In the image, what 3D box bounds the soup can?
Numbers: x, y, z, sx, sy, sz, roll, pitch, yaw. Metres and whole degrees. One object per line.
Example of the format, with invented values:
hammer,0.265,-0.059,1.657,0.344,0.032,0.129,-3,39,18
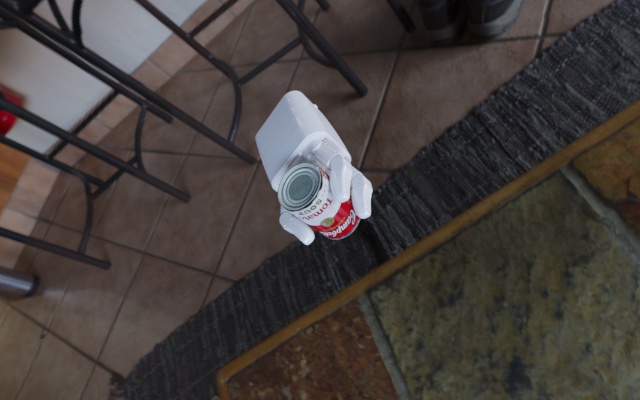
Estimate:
soup can,0.000,0.002,0.622,0.068,0.068,0.102,0,-24,35
